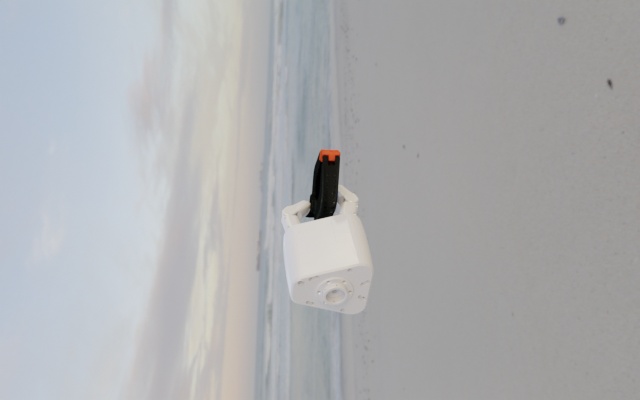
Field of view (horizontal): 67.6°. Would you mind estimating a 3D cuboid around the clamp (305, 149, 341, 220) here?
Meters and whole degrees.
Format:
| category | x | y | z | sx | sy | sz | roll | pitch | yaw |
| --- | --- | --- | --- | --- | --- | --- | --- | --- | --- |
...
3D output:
| category | x | y | z | sx | sy | sz | roll | pitch | yaw |
| --- | --- | --- | --- | --- | --- | --- | --- | --- | --- |
| clamp | -0.001 | 0.002 | 0.764 | 0.036 | 0.210 | 0.164 | 0 | 34 | -11 |
